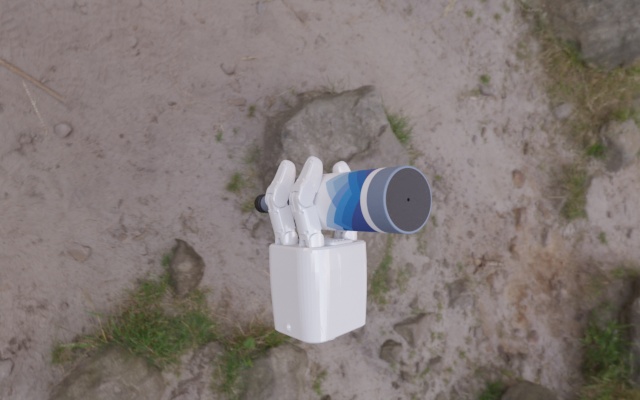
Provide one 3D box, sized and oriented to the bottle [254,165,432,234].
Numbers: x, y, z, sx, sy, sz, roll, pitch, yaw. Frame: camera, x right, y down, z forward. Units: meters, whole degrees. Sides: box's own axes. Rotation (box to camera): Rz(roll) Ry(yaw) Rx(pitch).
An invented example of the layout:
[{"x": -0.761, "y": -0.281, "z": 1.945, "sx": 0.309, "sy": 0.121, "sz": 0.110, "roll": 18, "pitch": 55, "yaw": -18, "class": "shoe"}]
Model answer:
[{"x": 0.000, "y": 0.002, "z": 0.580, "sx": 0.069, "sy": 0.069, "sz": 0.295, "roll": 0, "pitch": -1, "yaw": -35, "class": "bottle"}]
